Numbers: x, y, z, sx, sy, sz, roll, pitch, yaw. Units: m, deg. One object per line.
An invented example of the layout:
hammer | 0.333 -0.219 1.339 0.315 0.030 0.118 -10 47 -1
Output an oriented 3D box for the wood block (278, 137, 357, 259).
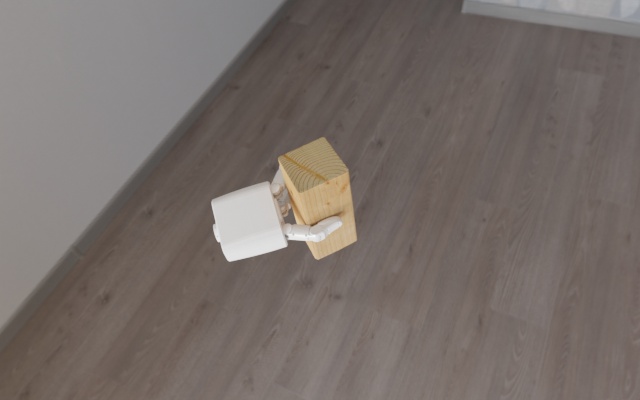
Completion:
wood block | 0.000 0.003 0.847 0.090 0.090 0.206 -25 -36 -10
